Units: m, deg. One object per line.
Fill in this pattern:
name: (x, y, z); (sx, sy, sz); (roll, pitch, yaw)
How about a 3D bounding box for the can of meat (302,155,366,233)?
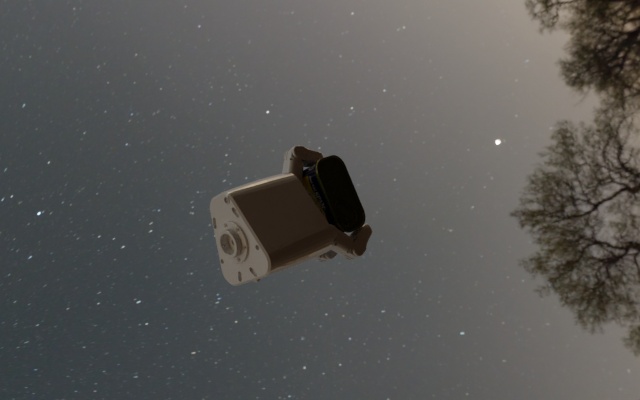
can of meat: (0.000, 0.002, 0.644); (0.084, 0.102, 0.057); (-23, 0, 43)
